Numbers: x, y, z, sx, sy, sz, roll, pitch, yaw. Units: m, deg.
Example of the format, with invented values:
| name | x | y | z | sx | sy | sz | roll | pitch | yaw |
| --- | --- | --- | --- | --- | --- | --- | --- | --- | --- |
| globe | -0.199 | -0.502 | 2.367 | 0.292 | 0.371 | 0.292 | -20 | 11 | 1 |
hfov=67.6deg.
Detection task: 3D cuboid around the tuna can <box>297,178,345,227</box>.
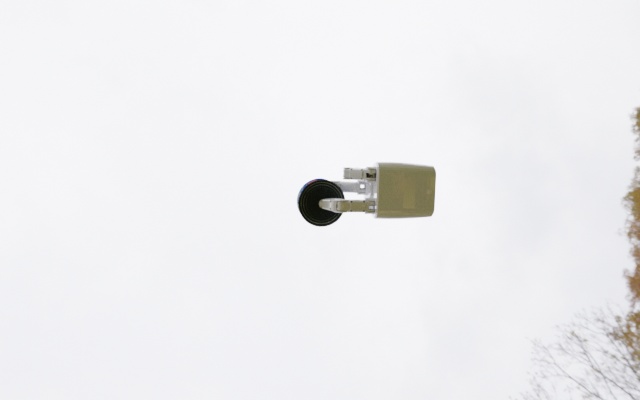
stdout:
| name | x | y | z | sx | sy | sz | roll | pitch | yaw |
| --- | --- | --- | --- | --- | --- | --- | --- | --- | --- |
| tuna can | 0.000 | 0.003 | 0.866 | 0.086 | 0.086 | 0.033 | 0 | 9 | -10 |
